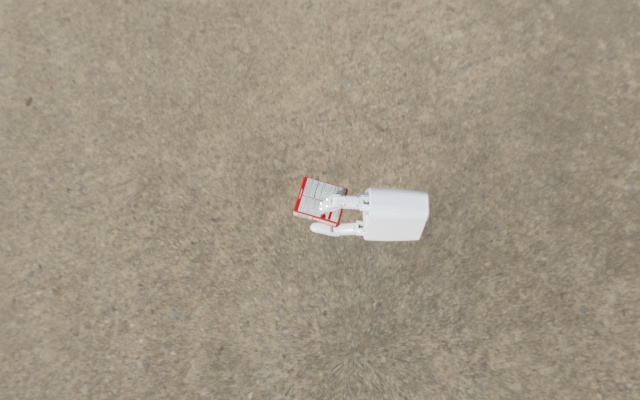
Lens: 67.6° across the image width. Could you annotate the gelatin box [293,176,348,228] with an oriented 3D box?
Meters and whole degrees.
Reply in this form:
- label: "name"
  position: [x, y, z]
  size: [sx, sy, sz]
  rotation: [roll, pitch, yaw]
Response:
- label: "gelatin box"
  position: [0.000, 0.003, 0.898]
  size: [0.089, 0.073, 0.030]
  rotation: [16, -18, -1]
